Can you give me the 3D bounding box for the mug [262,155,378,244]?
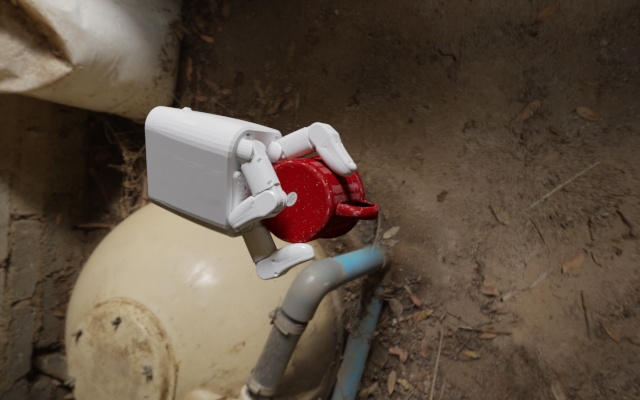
[{"bbox_3d":[0.001,0.002,0.479,0.117,0.093,0.081,16,11,22],"label":"mug"}]
